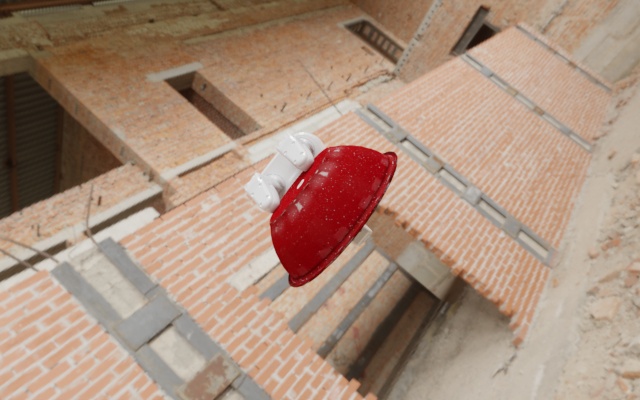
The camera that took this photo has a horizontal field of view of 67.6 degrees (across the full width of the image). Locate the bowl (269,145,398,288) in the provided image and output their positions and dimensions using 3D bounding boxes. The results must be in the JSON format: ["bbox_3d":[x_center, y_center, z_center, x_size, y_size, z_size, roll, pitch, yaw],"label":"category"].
[{"bbox_3d":[0.000,0.001,0.455,0.055,0.162,0.162,38,-8,-10],"label":"bowl"}]
